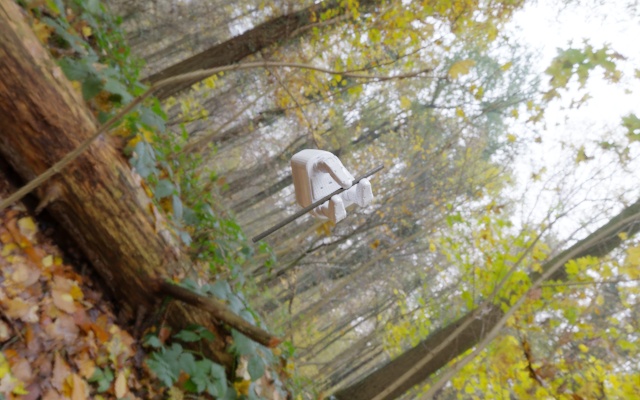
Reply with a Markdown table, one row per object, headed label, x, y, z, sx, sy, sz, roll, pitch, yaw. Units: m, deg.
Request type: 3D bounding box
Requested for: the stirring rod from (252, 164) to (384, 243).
| label | x | y | z | sx | sy | sz | roll | pitch | yaw |
| --- | --- | --- | --- | --- | --- | --- | --- | --- | --- |
| stirring rod | 0.000 | 0.002 | 0.745 | 0.239 | 0.011 | 0.011 | -30 | 8 | -14 |
